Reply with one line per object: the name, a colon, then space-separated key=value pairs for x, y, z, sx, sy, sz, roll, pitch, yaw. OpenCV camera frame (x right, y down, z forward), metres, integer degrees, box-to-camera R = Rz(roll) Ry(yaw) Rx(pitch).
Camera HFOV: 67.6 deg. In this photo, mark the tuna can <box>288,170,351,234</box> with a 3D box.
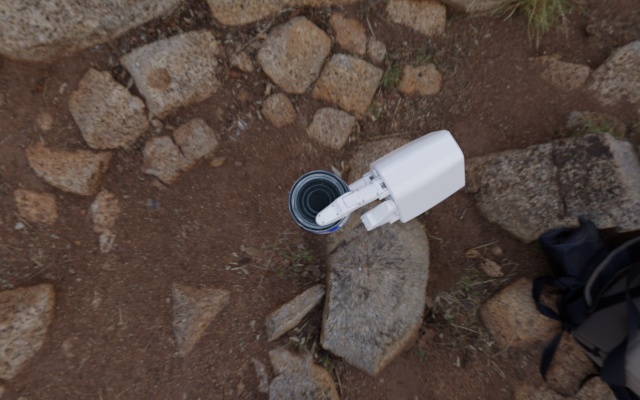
tuna can: x=0.000 y=0.002 z=0.652 sx=0.086 sy=0.086 sz=0.034 roll=0 pitch=-5 yaw=10
